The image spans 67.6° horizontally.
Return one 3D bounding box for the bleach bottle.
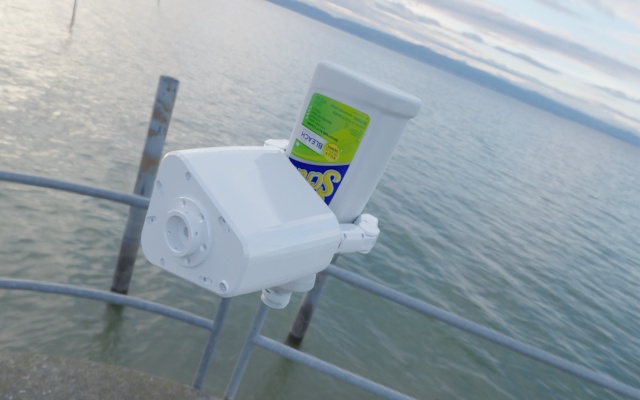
[{"bbox_3d":[0.000,0.001,0.466,0.102,0.251,0.068,33,22,28],"label":"bleach bottle"}]
